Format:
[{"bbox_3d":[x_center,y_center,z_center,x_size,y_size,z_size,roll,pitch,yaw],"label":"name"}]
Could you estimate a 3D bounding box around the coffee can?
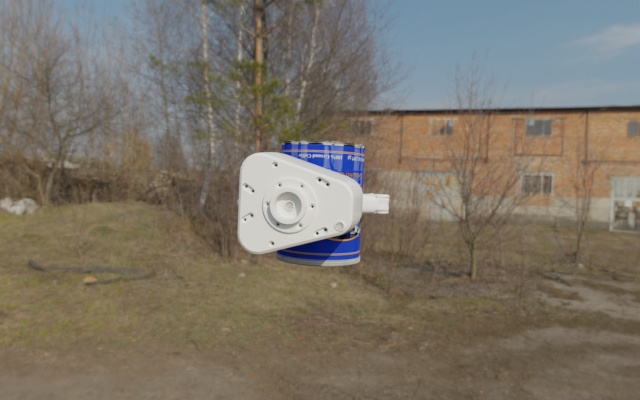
[{"bbox_3d":[0.000,0.002,0.580,0.103,0.140,0.103,3,2,0],"label":"coffee can"}]
